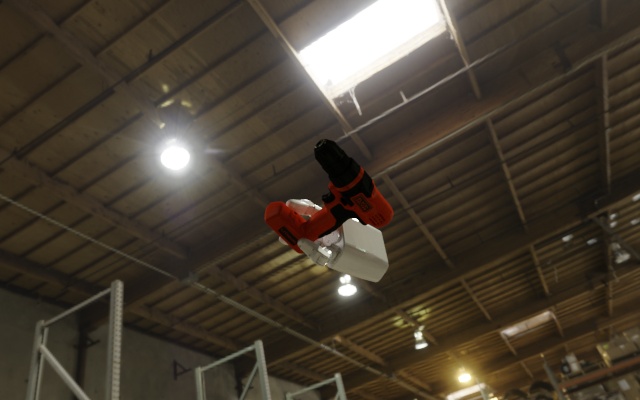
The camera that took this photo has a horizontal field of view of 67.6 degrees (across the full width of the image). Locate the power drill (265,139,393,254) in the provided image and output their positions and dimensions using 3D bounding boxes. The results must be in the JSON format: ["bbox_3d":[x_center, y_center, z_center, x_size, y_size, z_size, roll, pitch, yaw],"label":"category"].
[{"bbox_3d":[0.000,0.003,0.790,0.188,0.184,0.057,-28,29,28],"label":"power drill"}]
